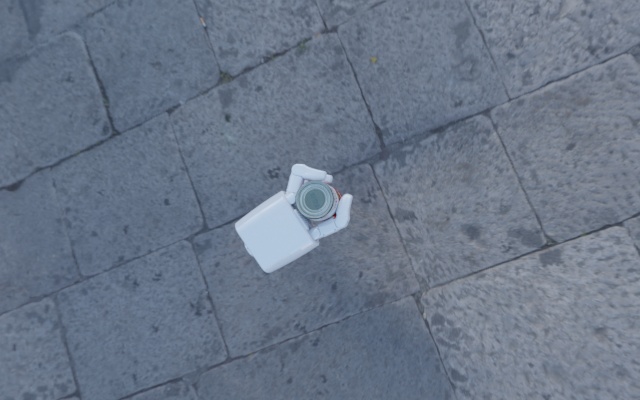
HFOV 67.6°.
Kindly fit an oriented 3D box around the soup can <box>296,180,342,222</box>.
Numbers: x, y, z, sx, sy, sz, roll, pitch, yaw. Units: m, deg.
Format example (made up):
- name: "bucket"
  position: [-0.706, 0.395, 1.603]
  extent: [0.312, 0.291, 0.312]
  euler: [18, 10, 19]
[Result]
- name: "soup can"
  position: [0.001, 0.003, 0.845]
  extent: [0.068, 0.068, 0.102]
  euler: [0, -5, 13]
